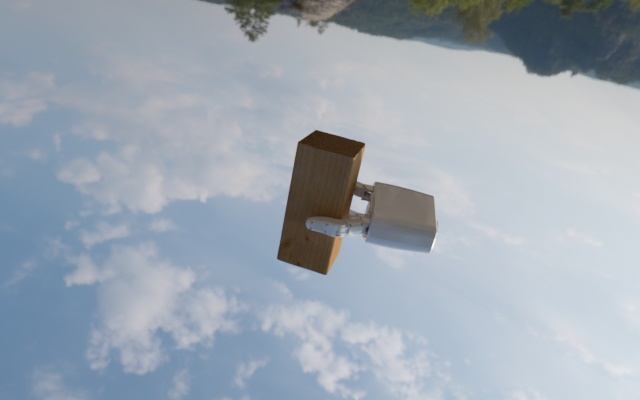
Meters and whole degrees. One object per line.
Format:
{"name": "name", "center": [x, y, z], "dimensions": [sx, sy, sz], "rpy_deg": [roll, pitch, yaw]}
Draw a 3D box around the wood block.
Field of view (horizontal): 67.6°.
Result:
{"name": "wood block", "center": [0.000, 0.003, 0.776], "dimensions": [0.090, 0.206, 0.090], "rpy_deg": [17, 24, 11]}
